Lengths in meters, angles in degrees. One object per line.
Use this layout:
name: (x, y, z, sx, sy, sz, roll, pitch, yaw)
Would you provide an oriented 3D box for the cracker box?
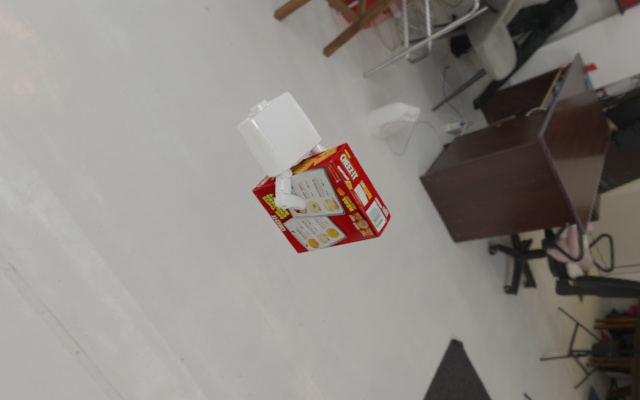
cracker box: (0.000, 0.003, 0.883, 0.214, 0.164, 0.072, -17, 25, 43)
